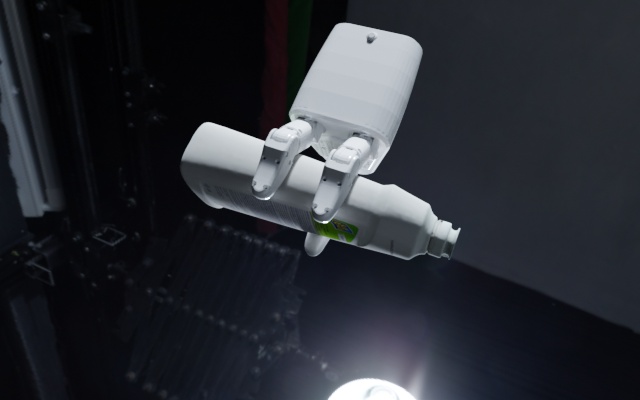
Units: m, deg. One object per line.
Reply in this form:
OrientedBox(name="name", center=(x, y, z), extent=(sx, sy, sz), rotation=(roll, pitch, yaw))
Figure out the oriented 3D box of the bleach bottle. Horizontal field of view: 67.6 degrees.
OrientedBox(name="bleach bottle", center=(0.000, 0.001, 0.443), extent=(0.251, 0.068, 0.103), rotation=(19, -17, 16))
